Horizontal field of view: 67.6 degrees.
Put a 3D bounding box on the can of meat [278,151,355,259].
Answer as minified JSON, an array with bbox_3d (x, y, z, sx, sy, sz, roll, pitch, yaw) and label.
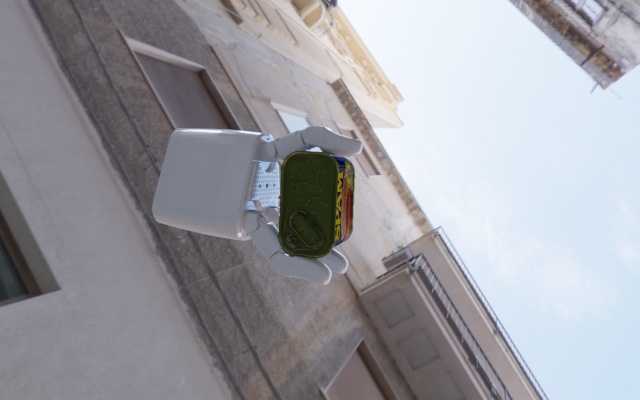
[{"bbox_3d":[0.000,0.001,0.491,0.057,0.102,0.084,4,5,17],"label":"can of meat"}]
